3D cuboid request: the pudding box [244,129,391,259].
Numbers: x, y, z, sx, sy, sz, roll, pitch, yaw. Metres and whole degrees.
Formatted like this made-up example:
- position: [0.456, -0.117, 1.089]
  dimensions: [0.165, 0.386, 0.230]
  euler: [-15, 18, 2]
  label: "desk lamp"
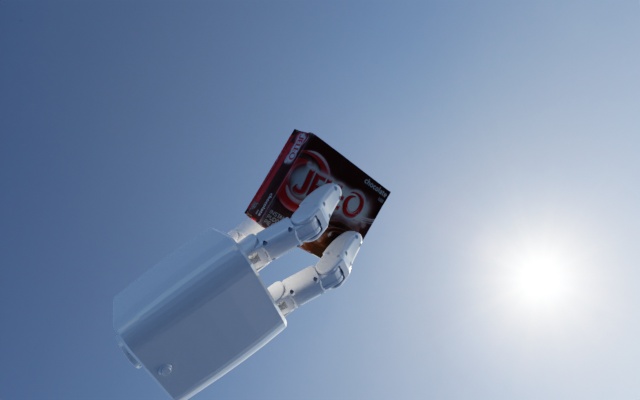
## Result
- position: [0.000, 0.001, 0.439]
  dimensions: [0.113, 0.090, 0.039]
  euler: [33, -3, -37]
  label: "pudding box"
